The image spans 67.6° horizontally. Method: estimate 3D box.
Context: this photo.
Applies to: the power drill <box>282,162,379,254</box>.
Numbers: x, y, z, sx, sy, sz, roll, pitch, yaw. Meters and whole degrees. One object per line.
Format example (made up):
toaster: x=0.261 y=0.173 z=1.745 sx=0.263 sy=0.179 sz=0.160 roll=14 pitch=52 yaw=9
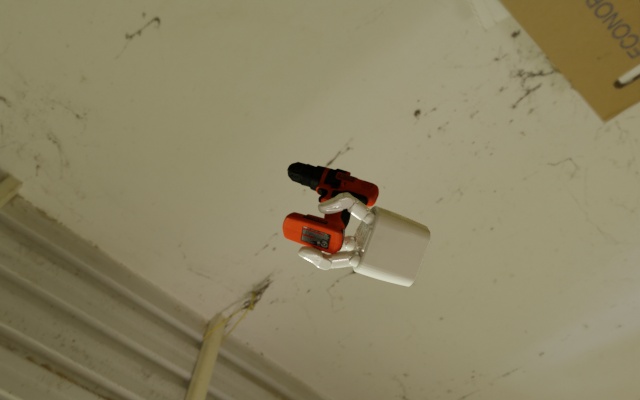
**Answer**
power drill: x=0.000 y=0.003 z=0.868 sx=0.184 sy=0.057 sz=0.187 roll=16 pitch=40 yaw=12
